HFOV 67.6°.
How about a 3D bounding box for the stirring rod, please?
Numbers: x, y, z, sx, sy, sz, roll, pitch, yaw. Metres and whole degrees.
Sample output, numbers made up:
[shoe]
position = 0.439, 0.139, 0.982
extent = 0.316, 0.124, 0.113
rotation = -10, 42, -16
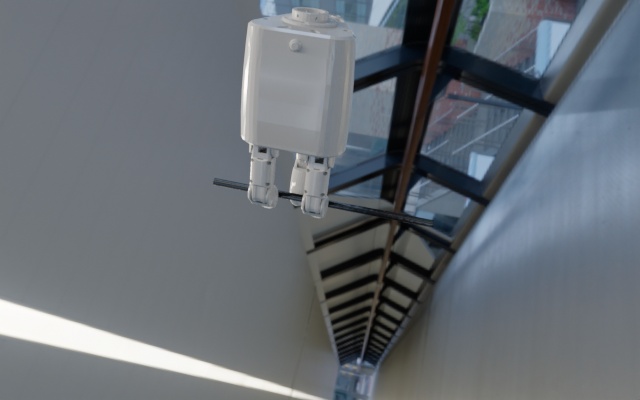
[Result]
[stirring rod]
position = 0.000, 0.002, 0.512
extent = 0.239, 0.011, 0.011
rotation = 11, 1, 7
